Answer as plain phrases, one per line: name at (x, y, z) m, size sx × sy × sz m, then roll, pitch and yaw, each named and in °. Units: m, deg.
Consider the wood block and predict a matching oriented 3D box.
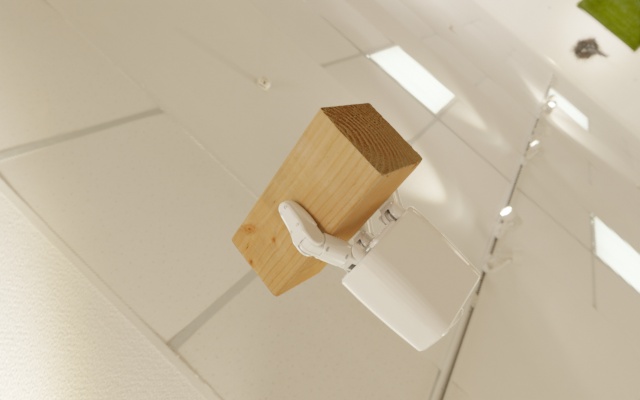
wood block at (0.000, 0.002, 0.522) m, size 0.091 × 0.090 × 0.206 m, roll -20°, pitch -25°, yaw -51°
